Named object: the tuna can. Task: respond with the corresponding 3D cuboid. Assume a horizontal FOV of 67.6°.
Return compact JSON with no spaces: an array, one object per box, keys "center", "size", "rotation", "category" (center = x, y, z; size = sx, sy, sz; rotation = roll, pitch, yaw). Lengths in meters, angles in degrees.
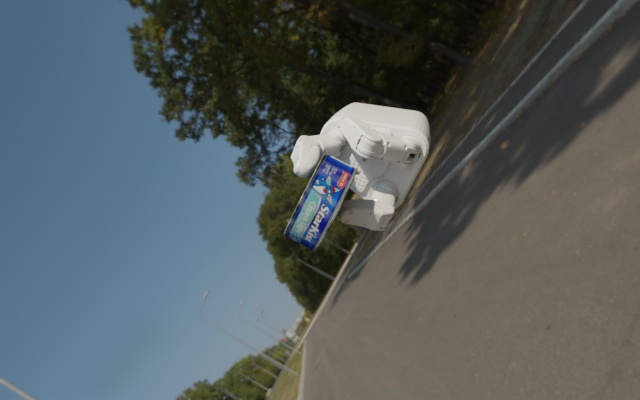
[{"center":[0.000,0.001,0.436],"size":[0.034,0.086,0.086],"rotation":[27,0,0],"category":"tuna can"}]
